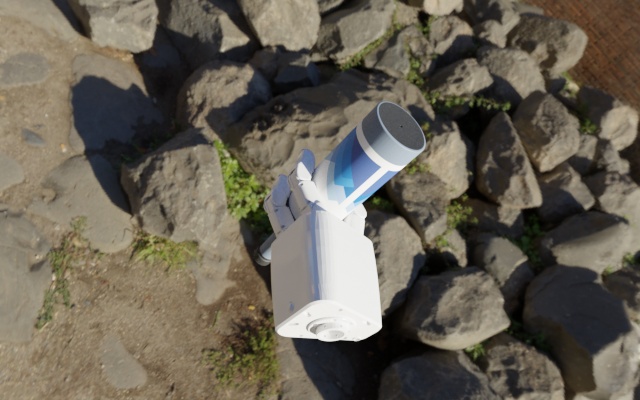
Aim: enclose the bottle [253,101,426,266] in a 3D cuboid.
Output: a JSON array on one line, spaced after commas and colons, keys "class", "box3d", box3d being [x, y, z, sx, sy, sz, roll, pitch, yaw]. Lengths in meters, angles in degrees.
[{"class": "bottle", "box3d": [0.000, 0.002, 0.580, 0.069, 0.069, 0.296, 0, -32, -42]}]
